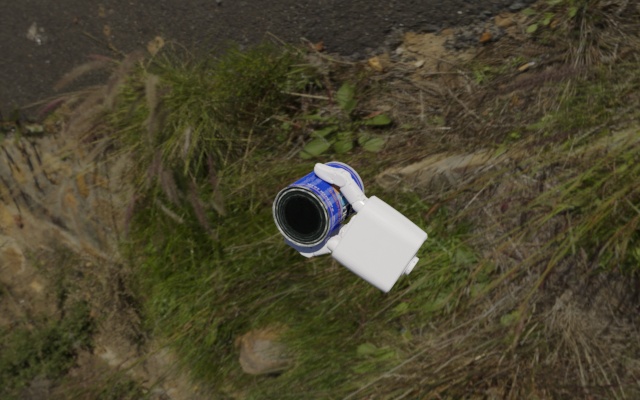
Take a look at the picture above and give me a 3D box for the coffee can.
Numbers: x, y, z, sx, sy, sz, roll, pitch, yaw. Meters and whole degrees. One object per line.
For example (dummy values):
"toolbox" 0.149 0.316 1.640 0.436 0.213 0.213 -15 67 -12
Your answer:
"coffee can" 0.000 0.002 0.799 0.103 0.103 0.140 0 19 29
